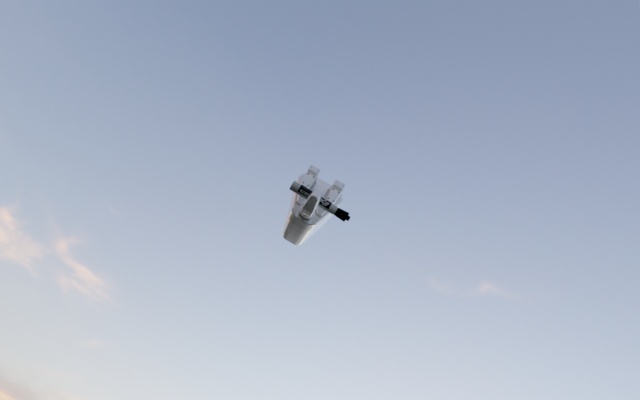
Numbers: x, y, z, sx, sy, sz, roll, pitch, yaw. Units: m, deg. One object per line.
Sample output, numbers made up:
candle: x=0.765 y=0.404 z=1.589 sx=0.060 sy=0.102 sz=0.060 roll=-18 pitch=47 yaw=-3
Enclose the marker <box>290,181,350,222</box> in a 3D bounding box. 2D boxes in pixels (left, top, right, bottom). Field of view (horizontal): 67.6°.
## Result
marker: x=0.000 y=0.003 z=0.860 sx=0.121 sy=0.020 sz=0.020 roll=31 pitch=0 yaw=0
